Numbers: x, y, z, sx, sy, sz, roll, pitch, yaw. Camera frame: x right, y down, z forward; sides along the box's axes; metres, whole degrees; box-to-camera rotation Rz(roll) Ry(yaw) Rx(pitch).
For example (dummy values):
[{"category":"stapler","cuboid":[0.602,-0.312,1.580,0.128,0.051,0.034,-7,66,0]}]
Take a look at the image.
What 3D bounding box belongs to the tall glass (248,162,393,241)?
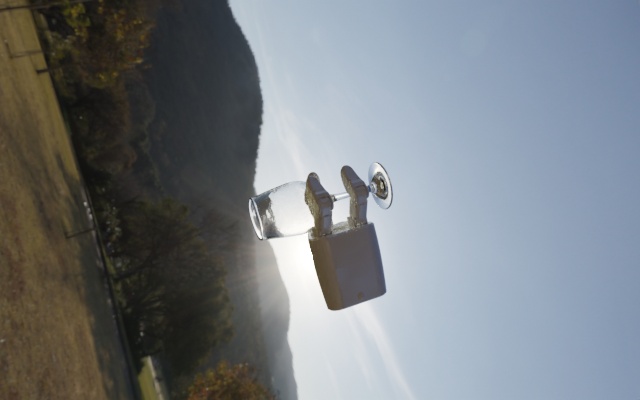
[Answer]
[{"category":"tall glass","cuboid":[0.001,0.002,0.696,0.201,0.079,0.079,-15,4,-18]}]
